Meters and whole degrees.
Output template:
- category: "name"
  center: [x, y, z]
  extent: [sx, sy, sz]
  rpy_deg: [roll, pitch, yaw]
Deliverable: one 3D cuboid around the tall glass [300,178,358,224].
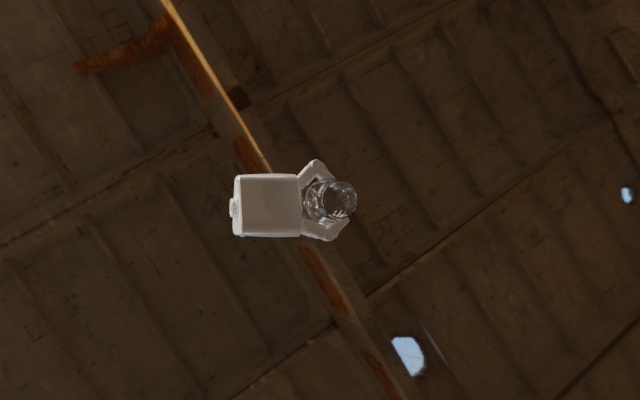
- category: "tall glass"
  center: [0.000, 0.003, 0.853]
  extent: [0.079, 0.079, 0.201]
  rpy_deg: [0, -3, -19]
